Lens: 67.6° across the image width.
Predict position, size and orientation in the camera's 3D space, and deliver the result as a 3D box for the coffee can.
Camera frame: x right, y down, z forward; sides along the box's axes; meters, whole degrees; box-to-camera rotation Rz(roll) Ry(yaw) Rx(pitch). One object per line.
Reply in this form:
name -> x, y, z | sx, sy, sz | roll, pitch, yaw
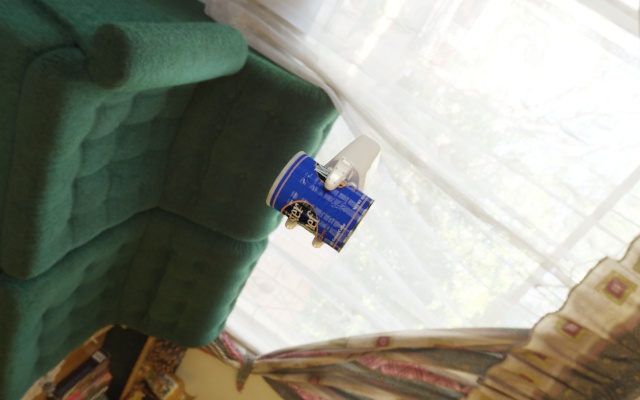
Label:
coffee can -> 0.000, 0.002, 0.758 | 0.140, 0.103, 0.103 | 34, 4, 7
